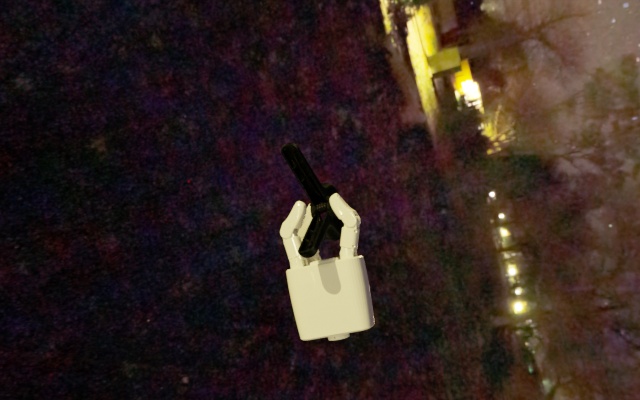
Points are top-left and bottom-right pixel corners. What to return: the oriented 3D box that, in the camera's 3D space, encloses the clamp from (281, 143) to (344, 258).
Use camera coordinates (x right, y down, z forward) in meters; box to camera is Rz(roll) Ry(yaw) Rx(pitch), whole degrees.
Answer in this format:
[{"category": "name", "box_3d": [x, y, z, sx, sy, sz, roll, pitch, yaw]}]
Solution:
[{"category": "clamp", "box_3d": [0.001, 0.002, 0.736, 0.036, 0.164, 0.210, -15, -8, 20]}]
